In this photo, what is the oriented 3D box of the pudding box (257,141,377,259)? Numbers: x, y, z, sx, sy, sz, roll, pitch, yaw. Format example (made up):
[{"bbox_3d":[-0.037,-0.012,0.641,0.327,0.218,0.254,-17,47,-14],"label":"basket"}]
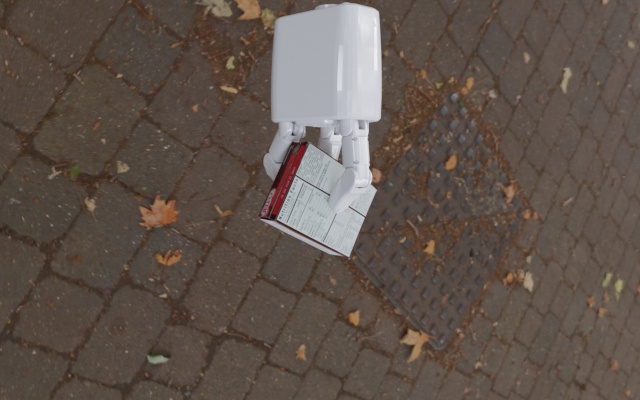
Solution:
[{"bbox_3d":[0.000,0.002,0.511,0.113,0.090,0.039,30,-12,-33],"label":"pudding box"}]
